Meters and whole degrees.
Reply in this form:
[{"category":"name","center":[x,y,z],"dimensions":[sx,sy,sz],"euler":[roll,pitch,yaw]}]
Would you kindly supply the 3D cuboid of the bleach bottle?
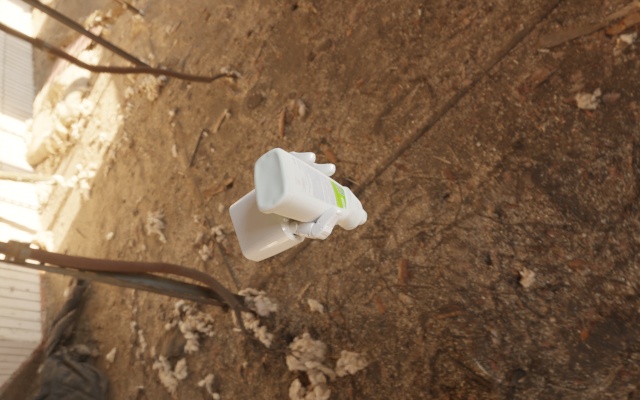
[{"category":"bleach bottle","center":[0.000,0.003,0.803],"dimensions":[0.068,0.102,0.251],"euler":[-28,-33,29]}]
